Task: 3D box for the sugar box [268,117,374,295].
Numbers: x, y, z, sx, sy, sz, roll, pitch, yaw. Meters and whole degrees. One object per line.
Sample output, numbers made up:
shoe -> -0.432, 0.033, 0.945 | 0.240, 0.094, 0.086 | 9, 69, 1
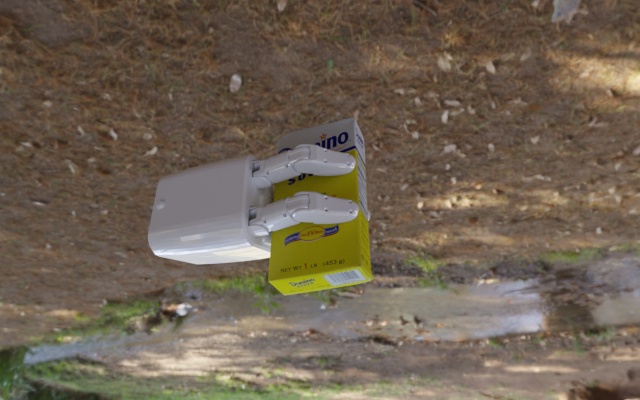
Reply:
sugar box -> 0.000, 0.001, 0.486 | 0.093, 0.176, 0.048 | -12, -32, 17
